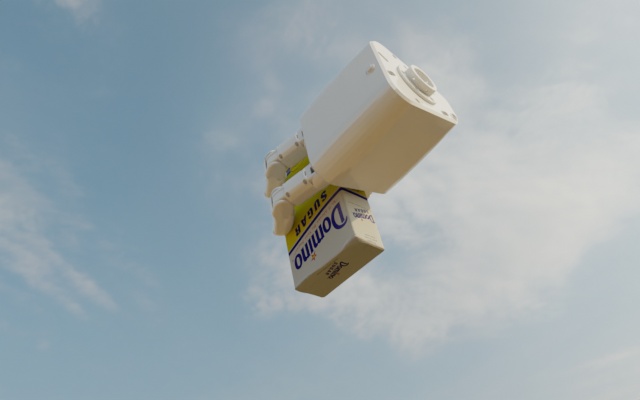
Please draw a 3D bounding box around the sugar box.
[{"bbox_3d":[0.000,0.001,0.504,0.048,0.176,0.093,24,-53,-34],"label":"sugar box"}]
